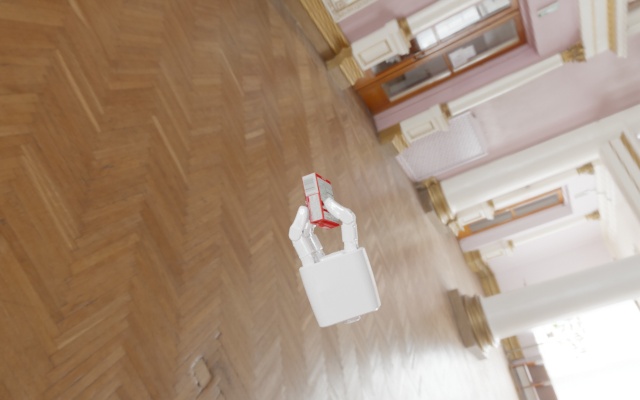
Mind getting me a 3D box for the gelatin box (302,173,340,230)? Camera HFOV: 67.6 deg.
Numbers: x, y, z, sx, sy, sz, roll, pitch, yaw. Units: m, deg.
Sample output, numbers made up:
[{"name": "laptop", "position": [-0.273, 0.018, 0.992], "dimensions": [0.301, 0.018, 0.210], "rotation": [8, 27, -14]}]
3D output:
[{"name": "gelatin box", "position": [0.000, 0.002, 0.845], "dimensions": [0.030, 0.089, 0.073], "rotation": [-16, -16, 20]}]
